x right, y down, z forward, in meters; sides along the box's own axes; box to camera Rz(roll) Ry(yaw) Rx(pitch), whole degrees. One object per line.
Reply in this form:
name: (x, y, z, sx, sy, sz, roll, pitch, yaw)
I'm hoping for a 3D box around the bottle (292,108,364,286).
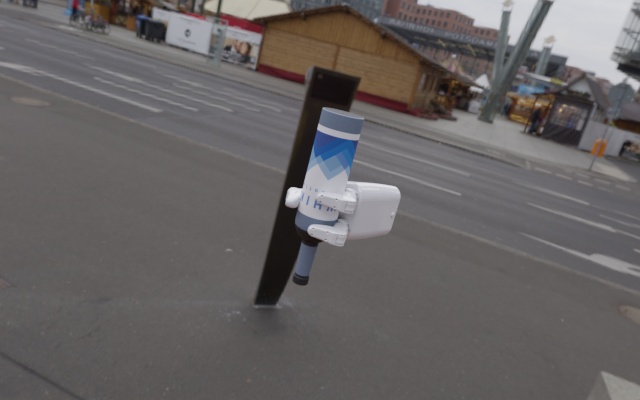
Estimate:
bottle: (0.000, 0.002, 0.774, 0.069, 0.296, 0.069, 13, 17, -4)
